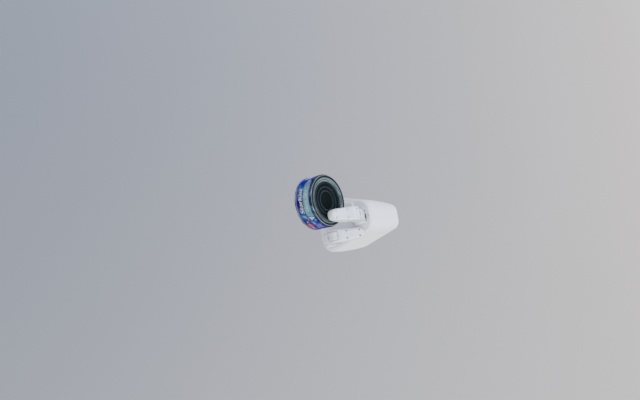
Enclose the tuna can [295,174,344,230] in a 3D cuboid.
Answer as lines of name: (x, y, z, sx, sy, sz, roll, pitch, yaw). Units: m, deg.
tuna can: (0.001, 0.002, 0.760, 0.034, 0.086, 0.086, -13, -8, 39)
